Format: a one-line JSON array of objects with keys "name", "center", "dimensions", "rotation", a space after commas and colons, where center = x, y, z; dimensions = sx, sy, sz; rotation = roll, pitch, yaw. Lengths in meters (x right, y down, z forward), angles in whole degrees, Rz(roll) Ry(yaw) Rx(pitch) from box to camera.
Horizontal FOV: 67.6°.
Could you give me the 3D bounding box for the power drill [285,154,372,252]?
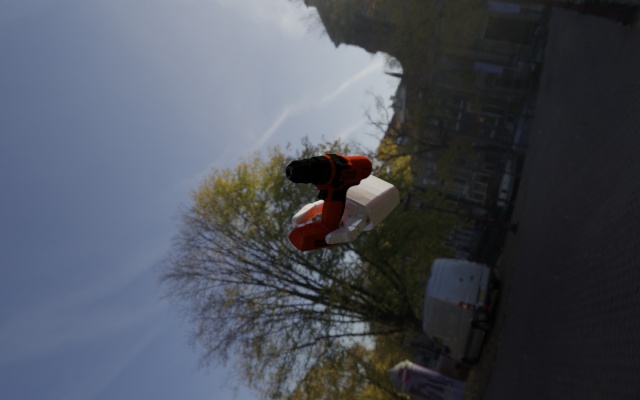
[{"name": "power drill", "center": [0.000, 0.003, 0.879], "dimensions": [0.184, 0.188, 0.057], "rotation": [-6, 36, -37]}]
